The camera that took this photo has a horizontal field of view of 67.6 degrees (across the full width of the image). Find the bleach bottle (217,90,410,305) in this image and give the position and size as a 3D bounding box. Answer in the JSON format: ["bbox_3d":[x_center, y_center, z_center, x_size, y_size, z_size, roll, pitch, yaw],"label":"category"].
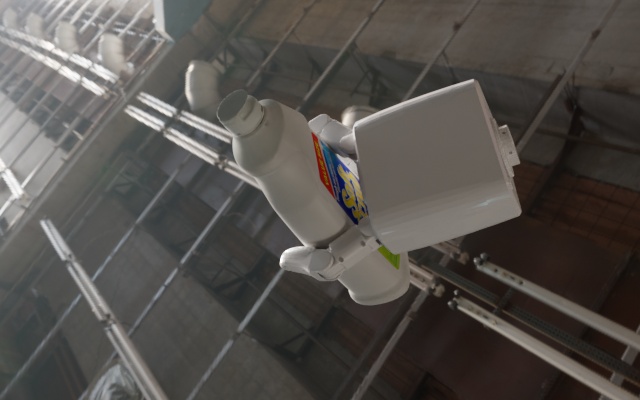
[{"bbox_3d":[0.000,0.001,0.425,0.068,0.102,0.251,-19,-40,24],"label":"bleach bottle"}]
